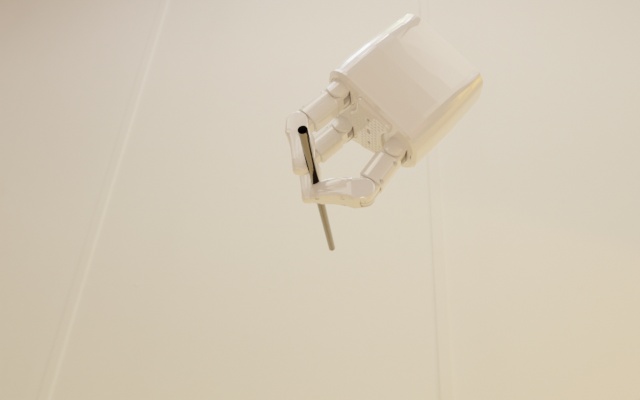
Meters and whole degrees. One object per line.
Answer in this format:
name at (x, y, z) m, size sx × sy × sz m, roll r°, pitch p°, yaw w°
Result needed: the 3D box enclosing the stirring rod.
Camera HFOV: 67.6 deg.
stirring rod at (0.000, 0.001, 0.469) m, size 0.011 × 0.011 × 0.240 m, roll 0°, pitch -27°, yaw 7°
